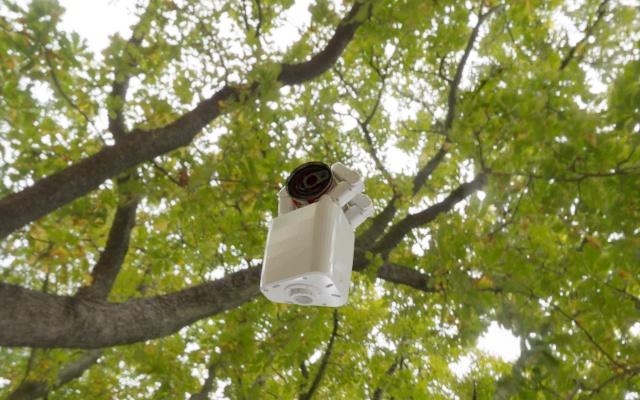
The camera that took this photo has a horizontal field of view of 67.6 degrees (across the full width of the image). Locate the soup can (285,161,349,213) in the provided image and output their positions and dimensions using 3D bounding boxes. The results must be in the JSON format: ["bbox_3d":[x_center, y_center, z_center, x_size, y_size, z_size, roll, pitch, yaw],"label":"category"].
[{"bbox_3d":[0.000,0.002,0.685,0.068,0.068,0.102,0,-37,24],"label":"soup can"}]
